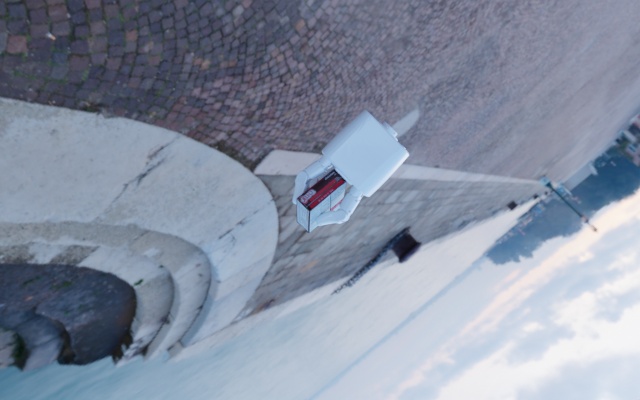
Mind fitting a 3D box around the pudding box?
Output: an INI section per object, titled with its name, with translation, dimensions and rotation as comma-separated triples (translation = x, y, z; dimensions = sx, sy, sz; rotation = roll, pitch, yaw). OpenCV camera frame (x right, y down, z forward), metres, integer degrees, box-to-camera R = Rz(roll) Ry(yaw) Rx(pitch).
[pudding box]
translation = 0.000, 0.003, 0.865
dimensions = 0.090, 0.039, 0.113
rotation = -38, -19, -17
